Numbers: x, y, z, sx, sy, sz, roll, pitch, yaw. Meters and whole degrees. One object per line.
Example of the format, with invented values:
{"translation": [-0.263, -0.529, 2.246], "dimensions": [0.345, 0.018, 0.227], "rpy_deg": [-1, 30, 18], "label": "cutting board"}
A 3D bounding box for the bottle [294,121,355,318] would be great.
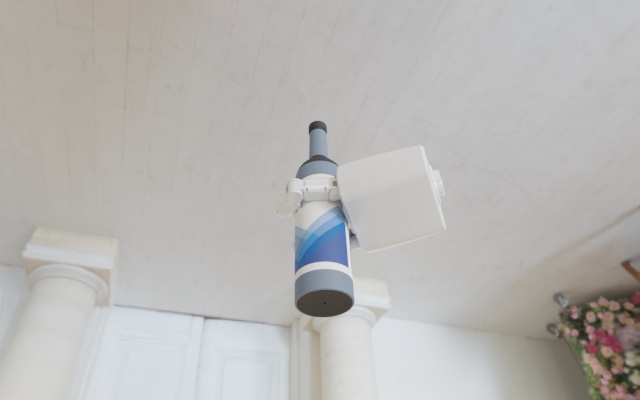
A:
{"translation": [0.000, 0.002, 0.619], "dimensions": [0.069, 0.295, 0.069], "rpy_deg": [-1, -41, -1], "label": "bottle"}
